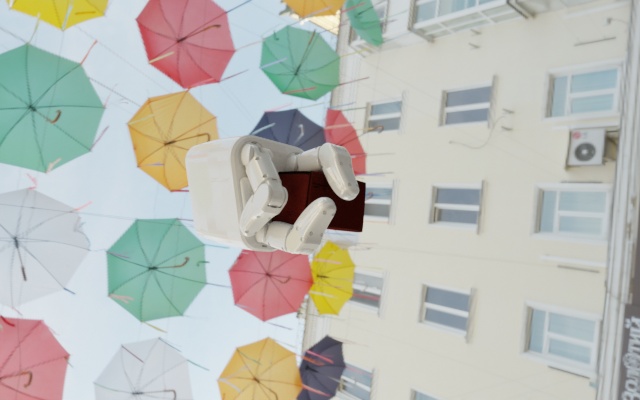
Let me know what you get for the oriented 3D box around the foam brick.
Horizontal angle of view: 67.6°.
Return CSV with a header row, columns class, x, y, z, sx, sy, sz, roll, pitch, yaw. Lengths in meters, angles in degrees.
class,x,y,z,sx,sy,sz,roll,pitch,yaw
foam brick,0.000,0.002,0.475,0.078,0.053,0.051,10,-6,-42
